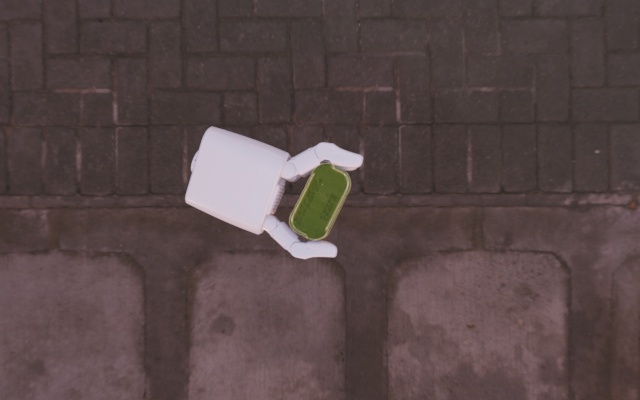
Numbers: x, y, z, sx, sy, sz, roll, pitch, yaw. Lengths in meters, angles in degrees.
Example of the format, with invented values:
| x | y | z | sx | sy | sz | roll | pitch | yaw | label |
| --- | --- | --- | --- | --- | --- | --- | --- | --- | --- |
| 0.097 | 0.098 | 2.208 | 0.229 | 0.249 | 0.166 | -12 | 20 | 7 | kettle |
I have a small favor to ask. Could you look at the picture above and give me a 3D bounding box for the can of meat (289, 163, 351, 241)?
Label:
| x | y | z | sx | sy | sz | roll | pitch | yaw | label |
| --- | --- | --- | --- | --- | --- | --- | --- | --- | --- |
| 0.000 | 0.002 | 0.625 | 0.057 | 0.102 | 0.084 | 26 | -1 | 2 | can of meat |
